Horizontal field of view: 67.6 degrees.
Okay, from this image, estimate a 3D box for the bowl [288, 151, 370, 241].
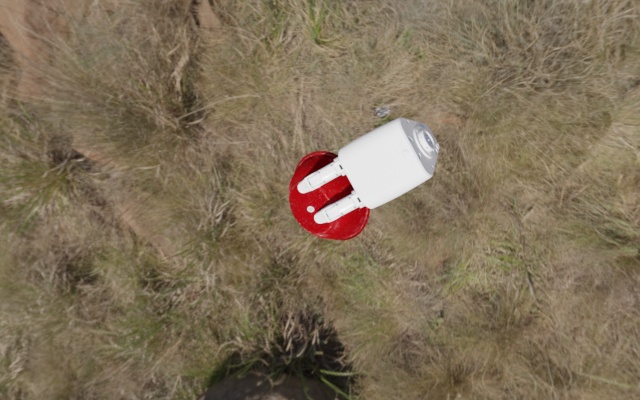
[{"bbox_3d":[-0.001,0.003,0.790,0.162,0.162,0.055,0,21,41],"label":"bowl"}]
